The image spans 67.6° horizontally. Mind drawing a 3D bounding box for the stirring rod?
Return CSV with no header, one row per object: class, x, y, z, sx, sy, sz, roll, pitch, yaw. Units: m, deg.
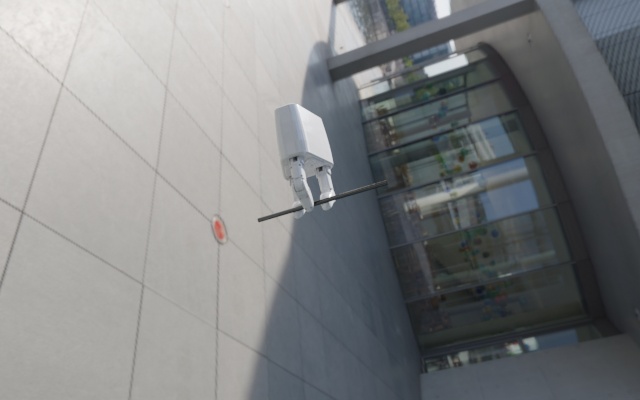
stirring rod,0.000,0.003,0.837,0.239,0.011,0.011,-16,-4,13
